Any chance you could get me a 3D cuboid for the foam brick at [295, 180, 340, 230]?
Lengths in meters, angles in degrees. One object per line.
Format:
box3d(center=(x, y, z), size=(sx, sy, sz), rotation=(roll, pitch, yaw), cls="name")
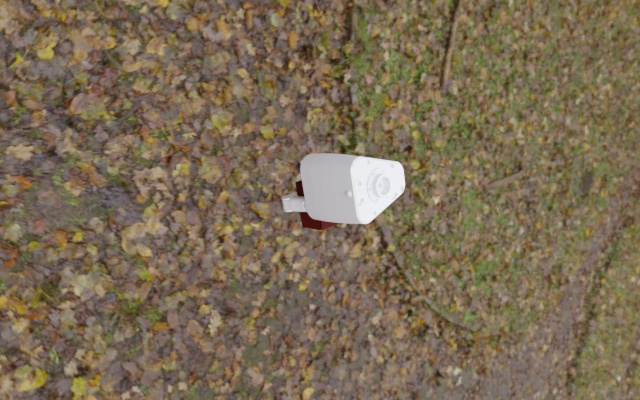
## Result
box3d(center=(0.000, 0.003, 0.758), size=(0.053, 0.078, 0.051), rotation=(-19, 17, -38), cls="foam brick")
